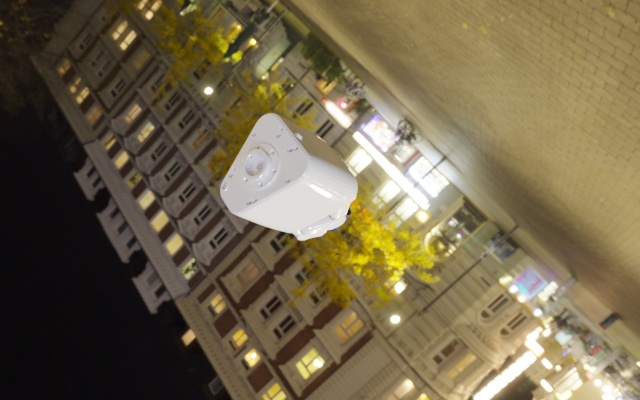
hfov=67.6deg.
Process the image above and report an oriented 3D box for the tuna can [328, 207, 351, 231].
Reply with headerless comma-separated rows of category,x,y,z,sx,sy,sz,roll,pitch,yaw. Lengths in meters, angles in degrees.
tuna can,0.000,0.003,0.661,0.086,0.034,0.086,39,15,-12
